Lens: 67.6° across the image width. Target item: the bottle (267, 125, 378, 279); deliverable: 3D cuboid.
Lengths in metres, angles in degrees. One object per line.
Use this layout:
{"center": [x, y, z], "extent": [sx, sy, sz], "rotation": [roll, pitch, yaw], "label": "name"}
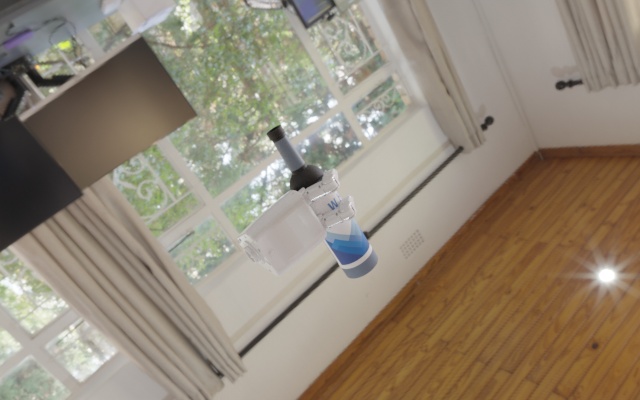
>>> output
{"center": [0.000, 0.003, 0.811], "extent": [0.069, 0.296, 0.069], "rotation": [-28, 21, 12], "label": "bottle"}
